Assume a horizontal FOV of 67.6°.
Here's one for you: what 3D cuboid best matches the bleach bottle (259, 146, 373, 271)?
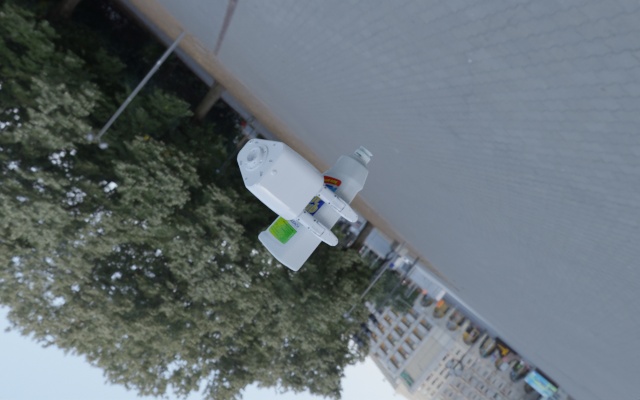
[{"bbox_3d":[0.000,0.003,0.874,0.068,0.251,0.102,40,-1,-41],"label":"bleach bottle"}]
